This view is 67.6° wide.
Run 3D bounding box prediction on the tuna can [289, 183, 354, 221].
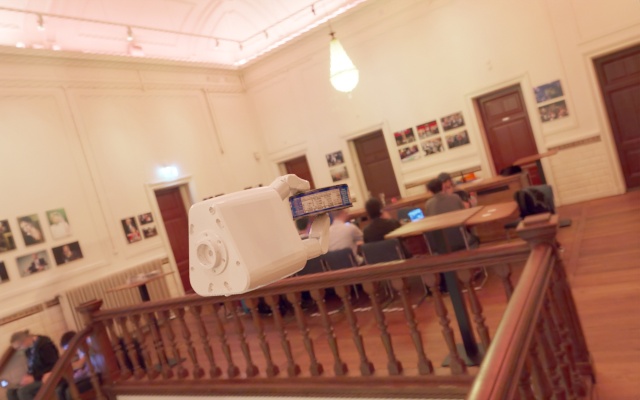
[{"bbox_3d":[0.000,0.002,0.655,0.086,0.034,0.086,-13,-2,0],"label":"tuna can"}]
